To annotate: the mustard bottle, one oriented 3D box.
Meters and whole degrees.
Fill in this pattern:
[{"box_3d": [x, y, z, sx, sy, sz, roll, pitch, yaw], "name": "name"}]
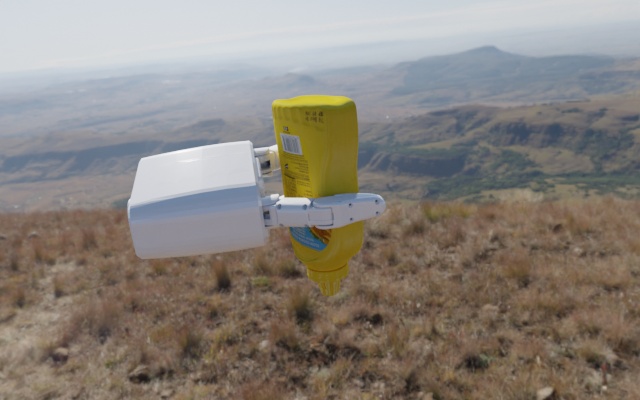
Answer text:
[{"box_3d": [0.000, 0.001, 0.447, 0.058, 0.192, 0.096, -17, 21, -32], "name": "mustard bottle"}]
